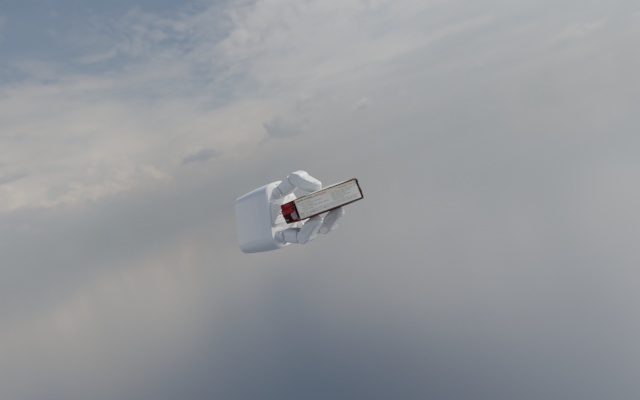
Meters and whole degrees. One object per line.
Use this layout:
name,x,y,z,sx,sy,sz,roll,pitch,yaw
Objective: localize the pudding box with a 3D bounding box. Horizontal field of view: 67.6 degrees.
pudding box,0.000,0.002,0.763,0.113,0.039,0.090,-22,2,-17
